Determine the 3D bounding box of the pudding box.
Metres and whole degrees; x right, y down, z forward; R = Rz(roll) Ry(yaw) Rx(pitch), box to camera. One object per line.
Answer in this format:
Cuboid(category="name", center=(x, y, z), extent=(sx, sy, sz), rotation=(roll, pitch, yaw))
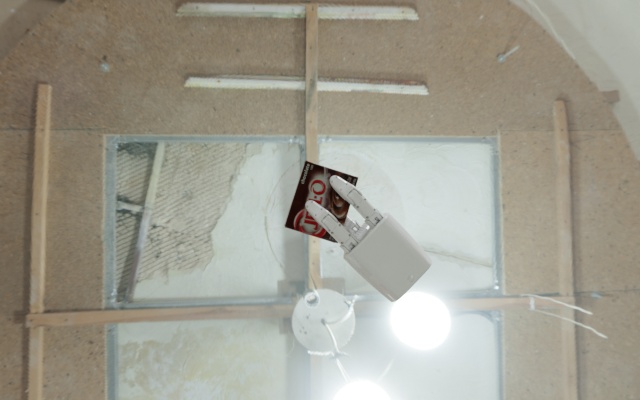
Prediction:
Cuboid(category="pudding box", center=(0.000, 0.003, 0.766), extent=(0.090, 0.113, 0.039), rotation=(17, -2, -8))
